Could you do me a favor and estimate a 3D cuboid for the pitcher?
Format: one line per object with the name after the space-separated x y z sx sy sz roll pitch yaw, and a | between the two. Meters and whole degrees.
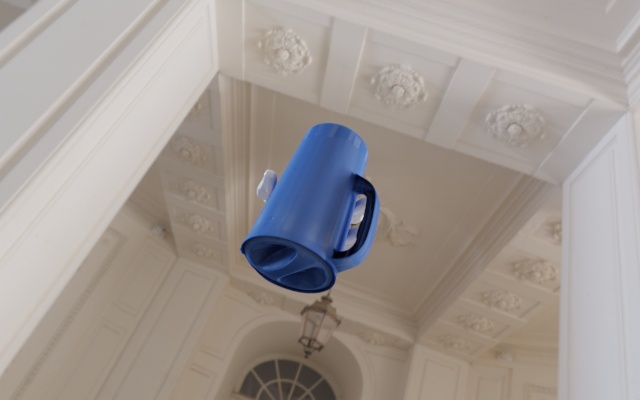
0.000 0.002 0.692 0.149 0.242 0.145 27 -36 -7 | pitcher
